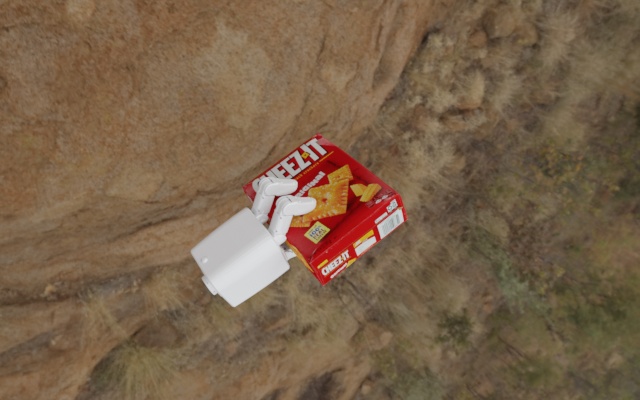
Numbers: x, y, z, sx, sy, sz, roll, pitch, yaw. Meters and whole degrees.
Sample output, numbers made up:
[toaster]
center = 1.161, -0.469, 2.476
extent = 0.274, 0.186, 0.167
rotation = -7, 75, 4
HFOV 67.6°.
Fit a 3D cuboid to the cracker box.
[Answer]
[cracker box]
center = 0.000, 0.003, 0.739
extent = 0.164, 0.072, 0.213
rotation = -37, 47, -11
